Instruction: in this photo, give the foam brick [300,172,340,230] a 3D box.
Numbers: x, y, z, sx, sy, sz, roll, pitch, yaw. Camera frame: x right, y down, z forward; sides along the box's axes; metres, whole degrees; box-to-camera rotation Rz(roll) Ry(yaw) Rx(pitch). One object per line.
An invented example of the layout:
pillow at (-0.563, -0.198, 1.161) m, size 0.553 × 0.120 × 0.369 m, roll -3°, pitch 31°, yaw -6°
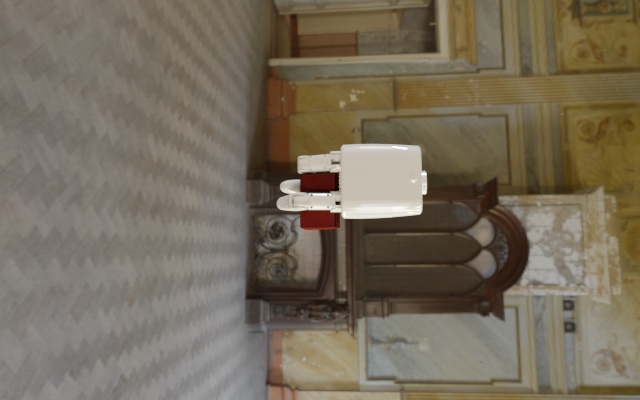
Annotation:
foam brick at (0.000, 0.003, 0.676) m, size 0.051 × 0.078 × 0.053 m, roll -1°, pitch -5°, yaw 7°
